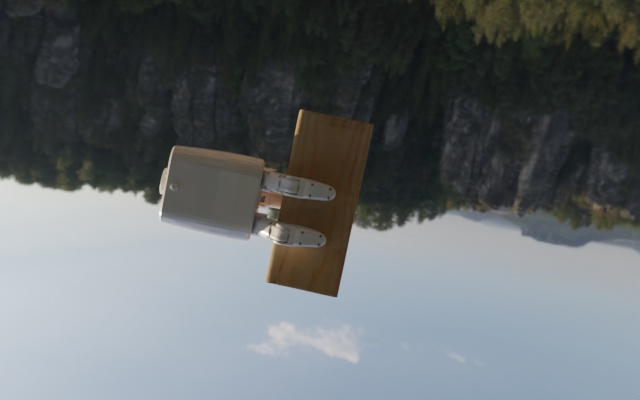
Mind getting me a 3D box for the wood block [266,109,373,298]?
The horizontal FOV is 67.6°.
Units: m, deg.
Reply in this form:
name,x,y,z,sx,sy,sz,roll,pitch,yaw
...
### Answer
name,x,y,z,sx,sy,sz,roll,pitch,yaw
wood block,0.000,0.002,0.597,0.090,0.206,0.091,12,3,1
